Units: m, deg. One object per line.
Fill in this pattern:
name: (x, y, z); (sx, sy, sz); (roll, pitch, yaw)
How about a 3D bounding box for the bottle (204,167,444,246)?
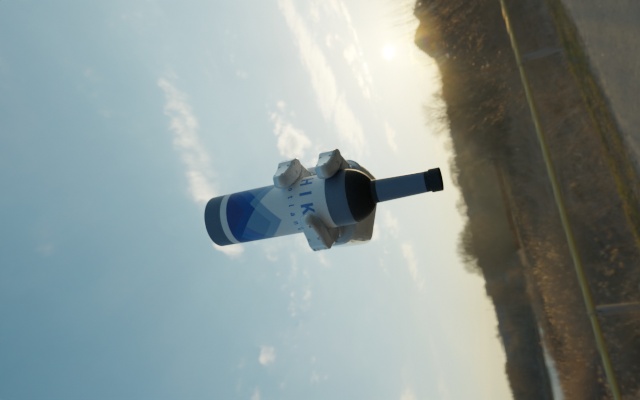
bottle: (0.000, 0.002, 0.585); (0.296, 0.069, 0.069); (-11, -4, 20)
